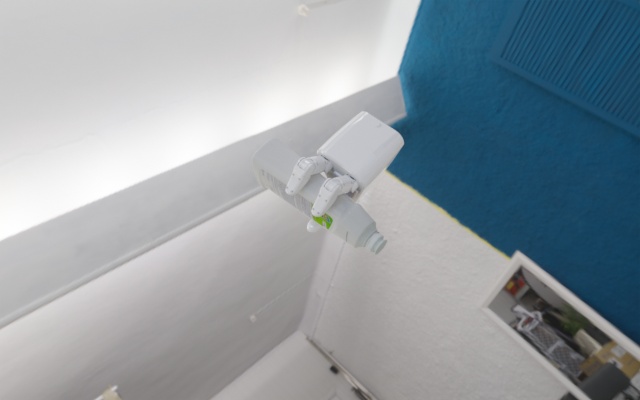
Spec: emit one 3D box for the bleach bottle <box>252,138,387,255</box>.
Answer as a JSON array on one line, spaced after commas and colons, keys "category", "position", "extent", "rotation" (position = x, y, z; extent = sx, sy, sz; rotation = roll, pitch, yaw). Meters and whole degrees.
[{"category": "bleach bottle", "position": [0.000, 0.002, 0.764], "extent": [0.250, 0.068, 0.103], "rotation": [38, -18, 23]}]
